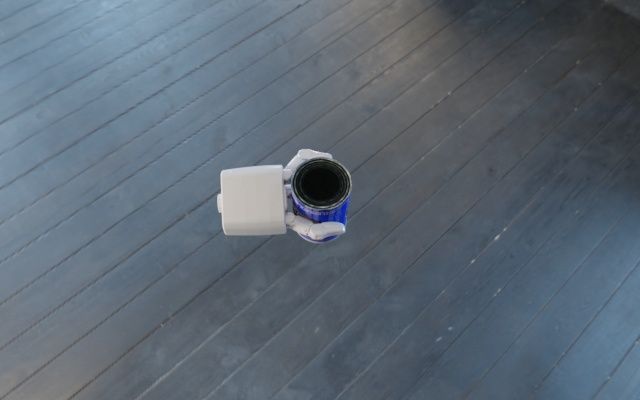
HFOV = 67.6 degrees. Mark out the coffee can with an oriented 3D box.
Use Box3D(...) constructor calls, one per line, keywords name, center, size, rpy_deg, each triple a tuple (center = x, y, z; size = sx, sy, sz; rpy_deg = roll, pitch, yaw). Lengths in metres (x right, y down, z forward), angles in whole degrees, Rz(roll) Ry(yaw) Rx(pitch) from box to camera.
Box3D(name="coffee can", center=(0.000, 0.003, 0.852), size=(0.103, 0.102, 0.140), rpy_deg=(0, -28, -1))
